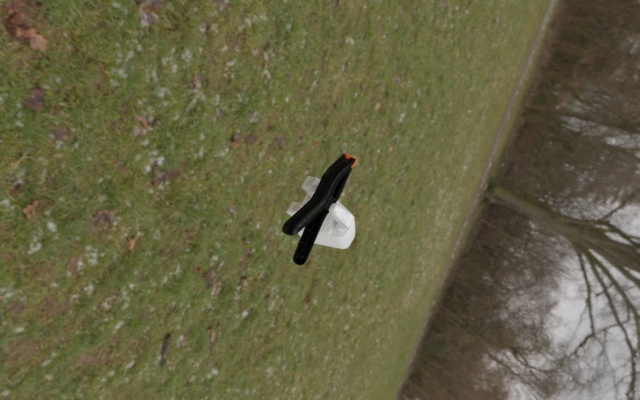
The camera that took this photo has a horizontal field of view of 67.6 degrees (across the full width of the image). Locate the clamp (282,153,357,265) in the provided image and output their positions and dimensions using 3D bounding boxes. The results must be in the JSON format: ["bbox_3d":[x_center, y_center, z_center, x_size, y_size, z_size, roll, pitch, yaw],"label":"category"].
[{"bbox_3d":[0.001,0.003,0.812,0.036,0.210,0.165,27,-13,14],"label":"clamp"}]
